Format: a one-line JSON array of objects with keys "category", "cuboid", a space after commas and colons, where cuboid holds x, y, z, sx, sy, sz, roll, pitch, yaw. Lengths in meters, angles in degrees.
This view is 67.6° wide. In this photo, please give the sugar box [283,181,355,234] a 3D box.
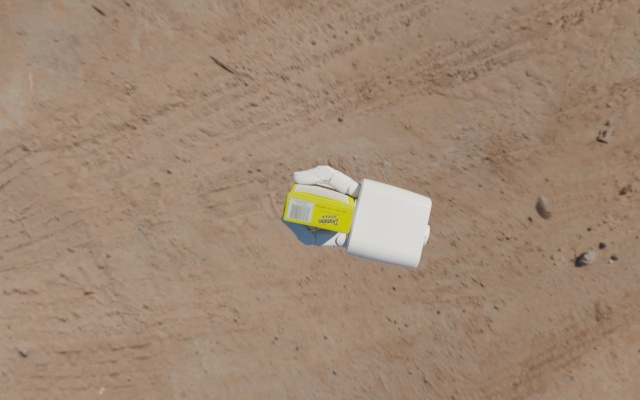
[{"category": "sugar box", "cuboid": [0.000, 0.003, 0.714, 0.093, 0.048, 0.176, 13, 8, 0]}]
